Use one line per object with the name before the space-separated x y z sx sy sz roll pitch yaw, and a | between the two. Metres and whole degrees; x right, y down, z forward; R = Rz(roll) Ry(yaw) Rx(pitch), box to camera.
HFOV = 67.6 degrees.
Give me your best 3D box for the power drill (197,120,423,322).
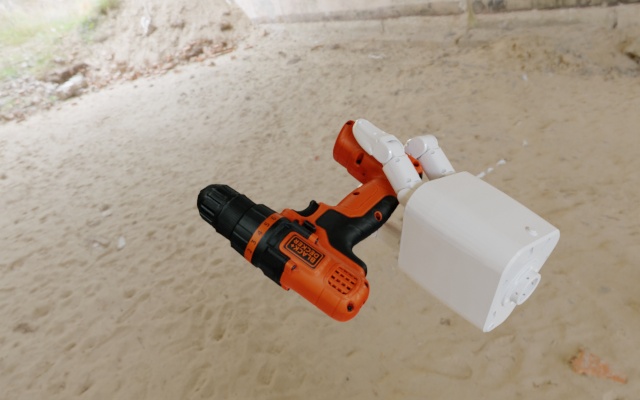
power drill | 0.001 0.001 0.470 0.184 0.187 0.057 35 -31 12
